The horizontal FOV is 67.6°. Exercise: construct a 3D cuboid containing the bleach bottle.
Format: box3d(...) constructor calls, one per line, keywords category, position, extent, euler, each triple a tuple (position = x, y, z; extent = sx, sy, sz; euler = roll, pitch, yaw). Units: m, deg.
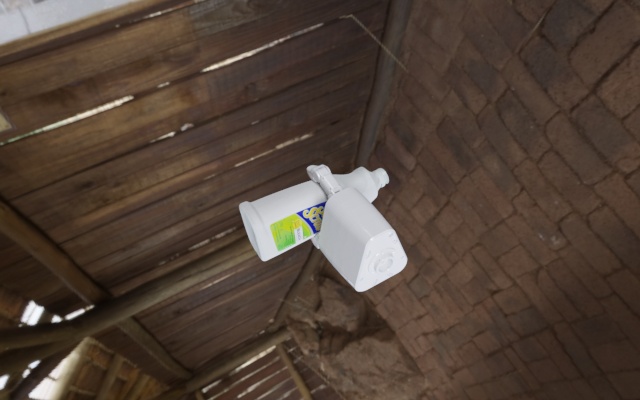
box3d(category="bleach bottle", position=(0.000, 0.003, 0.780), extent=(0.251, 0.103, 0.068), euler=(-25, 45, -17))
